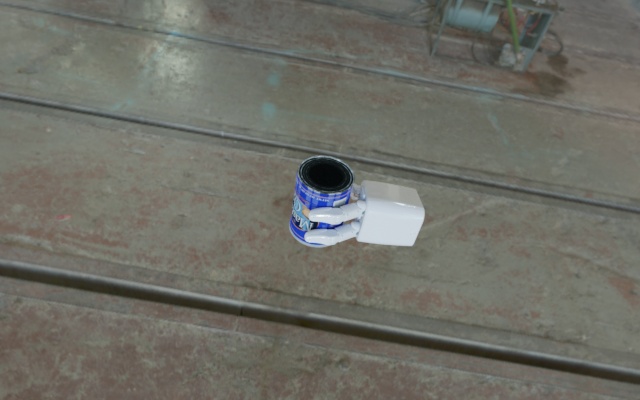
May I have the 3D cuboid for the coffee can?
[{"bbox_3d":[0.000,0.003,0.881,0.103,0.140,0.102,6,43,-6],"label":"coffee can"}]
